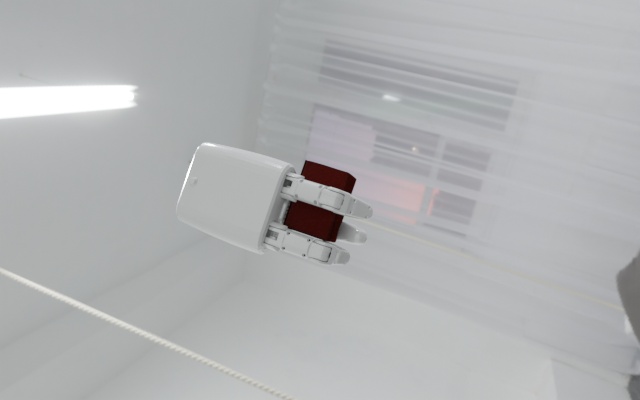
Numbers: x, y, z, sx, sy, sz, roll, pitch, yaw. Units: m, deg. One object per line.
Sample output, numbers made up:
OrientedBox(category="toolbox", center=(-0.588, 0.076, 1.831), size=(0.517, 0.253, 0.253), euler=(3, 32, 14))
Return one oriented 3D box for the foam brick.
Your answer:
OrientedBox(category="foam brick", center=(0.000, 0.001, 0.521), size=(0.051, 0.078, 0.053), euler=(18, -3, 14))
